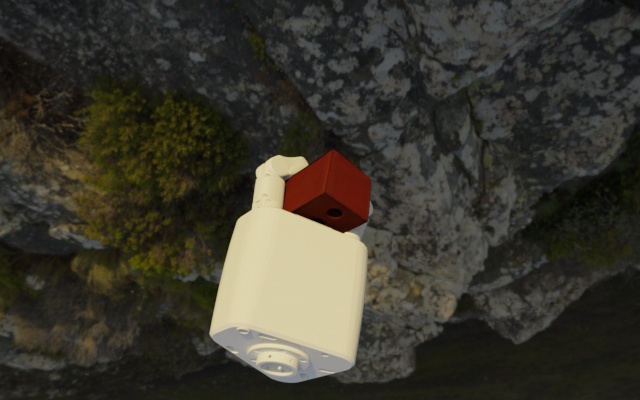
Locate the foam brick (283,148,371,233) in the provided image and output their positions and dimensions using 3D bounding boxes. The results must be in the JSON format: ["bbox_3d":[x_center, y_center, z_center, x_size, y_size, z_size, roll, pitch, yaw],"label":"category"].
[{"bbox_3d":[0.000,0.001,0.430,0.053,0.051,0.078,35,-46,-28],"label":"foam brick"}]
